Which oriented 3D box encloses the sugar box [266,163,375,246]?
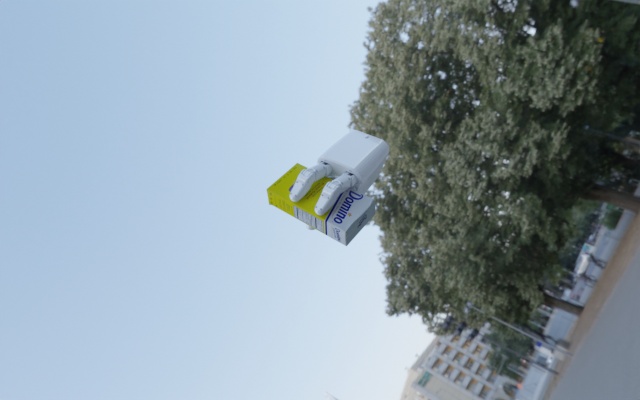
[{"bbox_3d":[0.000,0.002,0.848,0.176,0.048,0.093,25,52,28],"label":"sugar box"}]
